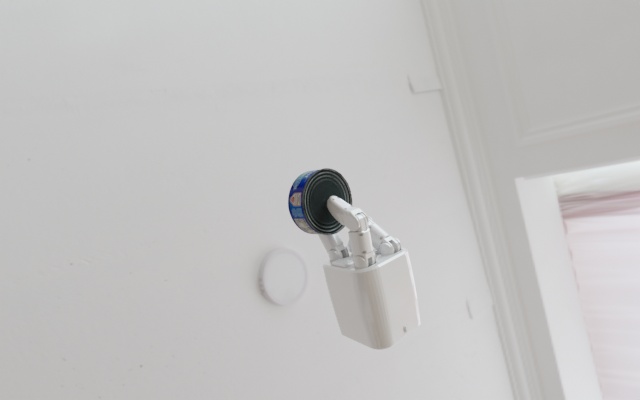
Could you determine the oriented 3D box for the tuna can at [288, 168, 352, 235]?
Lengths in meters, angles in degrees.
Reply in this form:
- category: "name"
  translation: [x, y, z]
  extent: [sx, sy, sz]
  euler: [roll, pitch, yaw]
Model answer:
- category: "tuna can"
  translation: [0.000, 0.002, 0.622]
  extent: [0.086, 0.086, 0.034]
  euler: [0, -2, -41]
